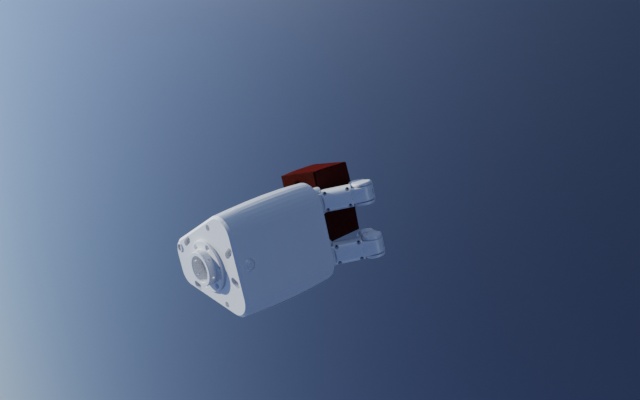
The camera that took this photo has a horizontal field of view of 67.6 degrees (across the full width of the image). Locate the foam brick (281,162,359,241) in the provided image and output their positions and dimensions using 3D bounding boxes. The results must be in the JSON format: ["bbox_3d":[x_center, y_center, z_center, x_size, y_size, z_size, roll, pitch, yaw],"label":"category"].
[{"bbox_3d":[0.000,0.001,0.513,0.051,0.078,0.053,-20,11,-41],"label":"foam brick"}]
